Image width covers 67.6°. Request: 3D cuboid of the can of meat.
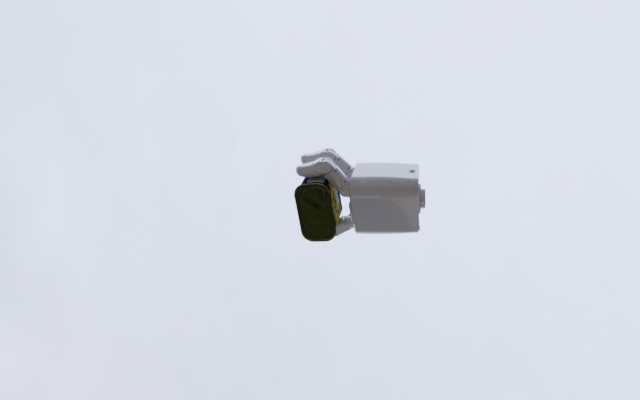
[{"bbox_3d":[0.000,0.002,0.779,0.057,0.102,0.084,-3,25,15],"label":"can of meat"}]
